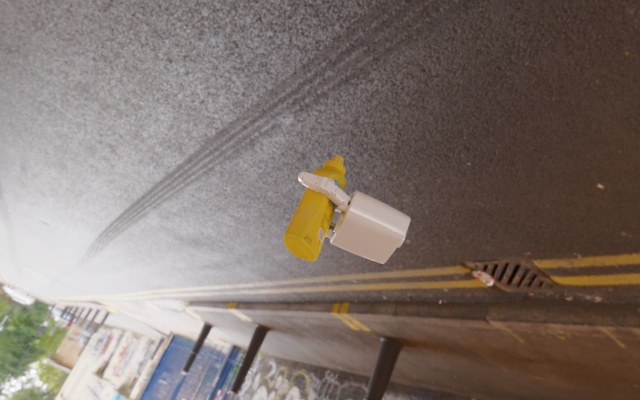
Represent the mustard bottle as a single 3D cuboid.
[{"bbox_3d":[0.000,0.003,0.825,0.058,0.191,0.096,14,-26,21],"label":"mustard bottle"}]
